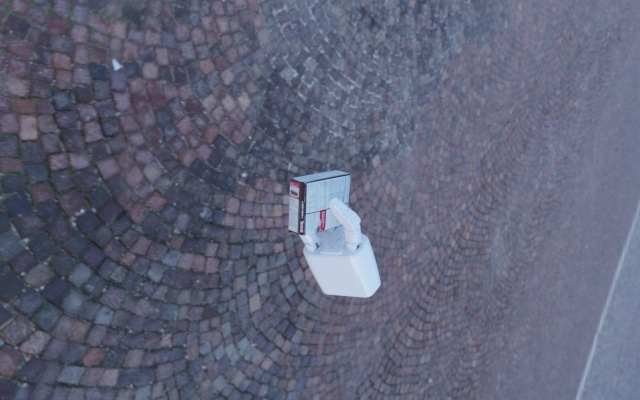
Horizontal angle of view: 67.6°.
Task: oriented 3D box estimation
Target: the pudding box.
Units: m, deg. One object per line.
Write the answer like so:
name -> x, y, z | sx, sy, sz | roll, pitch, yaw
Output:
pudding box -> 0.000, 0.003, 0.773 | 0.039, 0.090, 0.113 | 14, 18, 39
